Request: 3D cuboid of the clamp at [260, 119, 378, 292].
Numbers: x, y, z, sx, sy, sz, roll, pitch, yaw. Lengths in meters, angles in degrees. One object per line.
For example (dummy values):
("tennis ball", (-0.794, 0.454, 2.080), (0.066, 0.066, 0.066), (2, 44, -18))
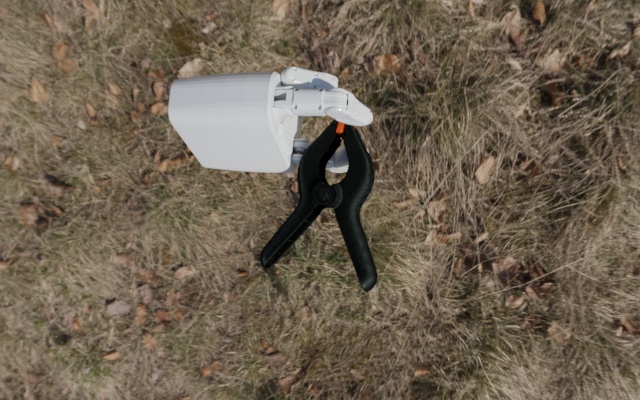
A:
("clamp", (0.000, 0.001, 0.478), (0.120, 0.171, 0.039), (2, -10, 12))
